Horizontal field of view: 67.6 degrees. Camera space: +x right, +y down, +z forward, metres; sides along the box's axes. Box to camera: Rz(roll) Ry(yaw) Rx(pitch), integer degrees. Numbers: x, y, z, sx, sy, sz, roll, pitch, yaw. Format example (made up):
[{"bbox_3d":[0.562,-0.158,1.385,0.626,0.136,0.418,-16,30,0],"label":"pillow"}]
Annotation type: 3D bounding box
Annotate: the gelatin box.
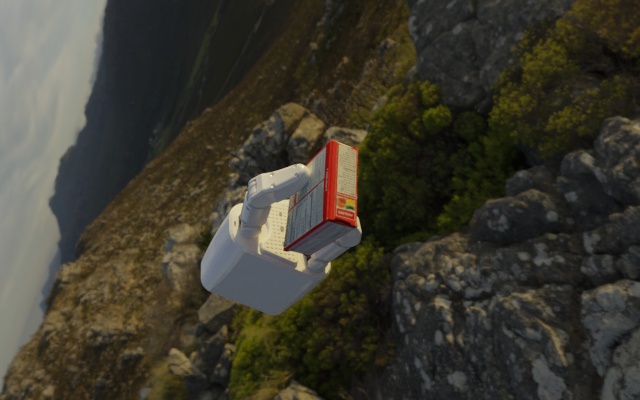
[{"bbox_3d":[0.000,0.001,0.416,0.030,0.073,0.089,15,-28,-22],"label":"gelatin box"}]
